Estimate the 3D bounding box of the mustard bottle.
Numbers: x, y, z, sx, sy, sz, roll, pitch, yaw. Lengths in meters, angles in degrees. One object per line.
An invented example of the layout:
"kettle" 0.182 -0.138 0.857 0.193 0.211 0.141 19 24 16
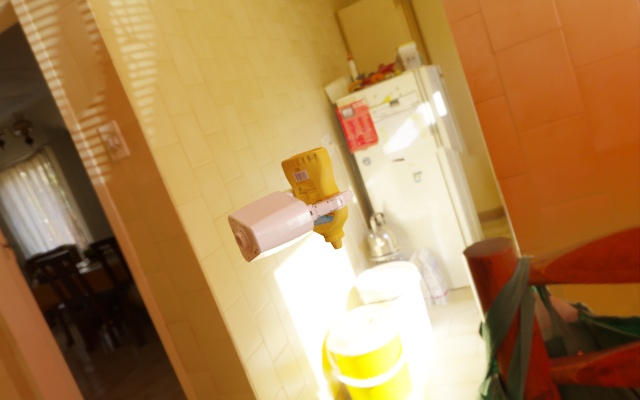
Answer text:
"mustard bottle" 0.000 0.003 0.882 0.096 0.191 0.058 -13 12 39
